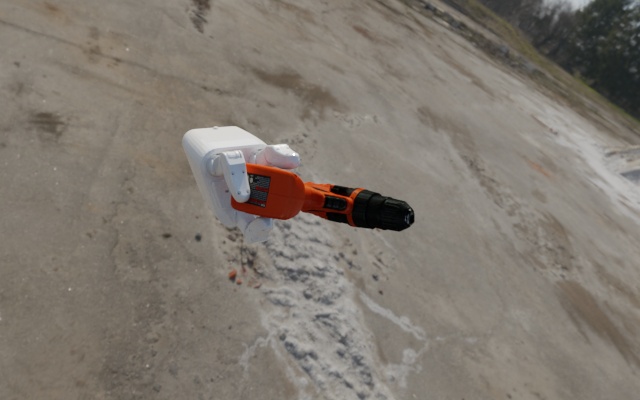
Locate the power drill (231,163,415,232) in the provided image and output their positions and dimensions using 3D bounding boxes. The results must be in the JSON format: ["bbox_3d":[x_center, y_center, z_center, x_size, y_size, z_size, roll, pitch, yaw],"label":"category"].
[{"bbox_3d":[0.000,0.002,0.589,0.184,0.057,0.188,9,-2,39],"label":"power drill"}]
